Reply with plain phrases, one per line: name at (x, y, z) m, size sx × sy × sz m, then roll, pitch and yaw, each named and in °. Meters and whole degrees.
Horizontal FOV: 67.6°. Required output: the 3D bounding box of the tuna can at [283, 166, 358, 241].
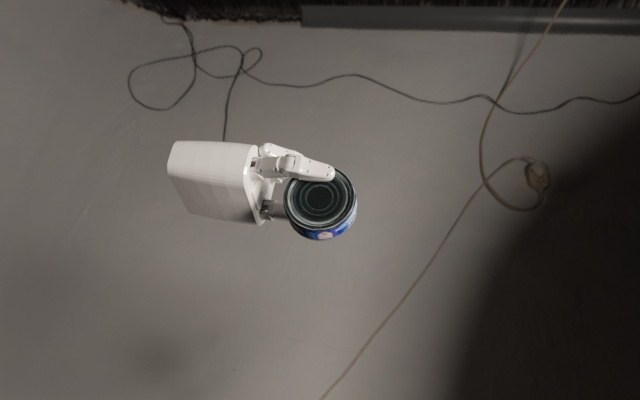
tuna can at (0.000, 0.002, 0.559) m, size 0.086 × 0.086 × 0.034 m, roll 0°, pitch -24°, yaw 6°
